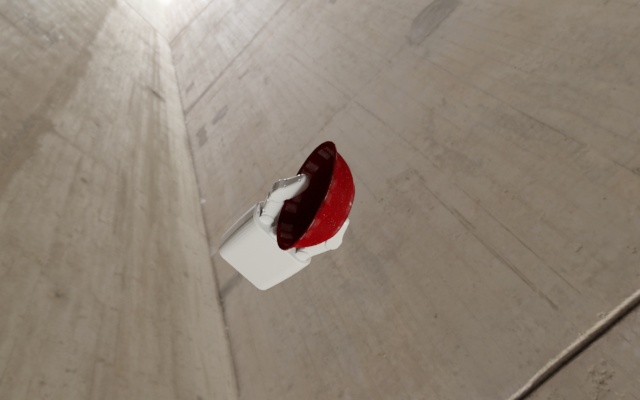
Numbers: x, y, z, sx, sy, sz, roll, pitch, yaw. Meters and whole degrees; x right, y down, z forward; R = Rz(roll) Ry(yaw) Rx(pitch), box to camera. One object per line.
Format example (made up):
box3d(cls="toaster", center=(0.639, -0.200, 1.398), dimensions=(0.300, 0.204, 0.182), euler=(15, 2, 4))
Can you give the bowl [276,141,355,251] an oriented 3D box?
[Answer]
box3d(cls="bowl", center=(0.001, 0.002, 0.655), dimensions=(0.055, 0.162, 0.162), euler=(24, -9, -19))
